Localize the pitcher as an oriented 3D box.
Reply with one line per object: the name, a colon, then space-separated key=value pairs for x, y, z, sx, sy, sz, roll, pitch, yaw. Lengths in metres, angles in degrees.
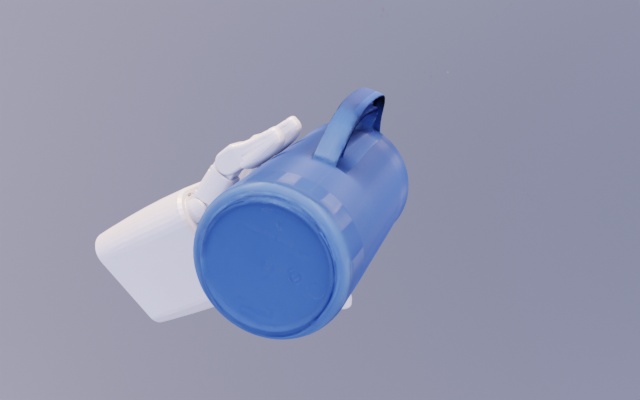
pitcher: x=0.000 y=0.001 z=0.403 sx=0.145 sy=0.149 sz=0.242 roll=-21 pitch=8 yaw=20
